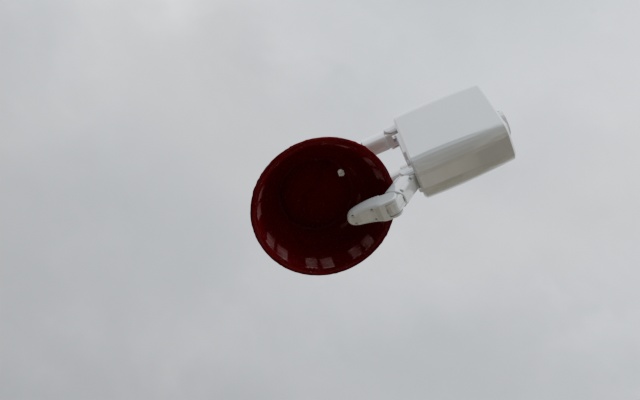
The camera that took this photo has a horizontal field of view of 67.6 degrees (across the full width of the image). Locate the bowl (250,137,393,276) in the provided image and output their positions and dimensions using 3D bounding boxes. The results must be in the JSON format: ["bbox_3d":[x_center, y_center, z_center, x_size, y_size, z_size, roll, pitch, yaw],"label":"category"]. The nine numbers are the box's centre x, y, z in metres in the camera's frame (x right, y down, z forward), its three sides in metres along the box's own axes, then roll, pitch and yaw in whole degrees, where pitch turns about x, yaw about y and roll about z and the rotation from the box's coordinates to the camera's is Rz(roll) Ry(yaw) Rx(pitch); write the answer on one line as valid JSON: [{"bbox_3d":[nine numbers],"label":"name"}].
[{"bbox_3d":[-0.001,0.002,0.542,0.162,0.162,0.055,0,20,-12],"label":"bowl"}]
